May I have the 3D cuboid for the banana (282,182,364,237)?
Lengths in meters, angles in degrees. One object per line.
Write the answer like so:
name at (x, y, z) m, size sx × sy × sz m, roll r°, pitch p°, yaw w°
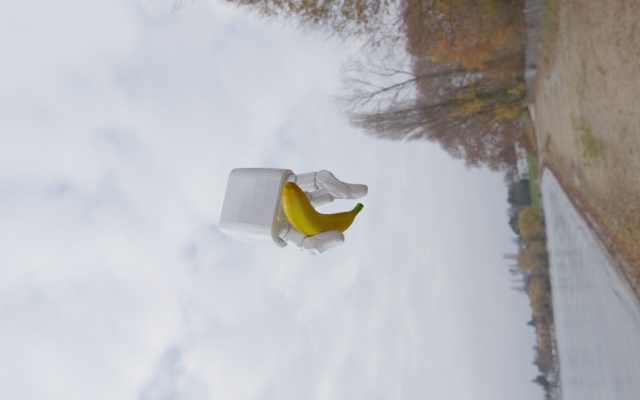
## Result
banana at (-0.004, 0.020, 0.683) m, size 0.037 × 0.069 × 0.198 m, roll 20°, pitch 3°, yaw 32°
